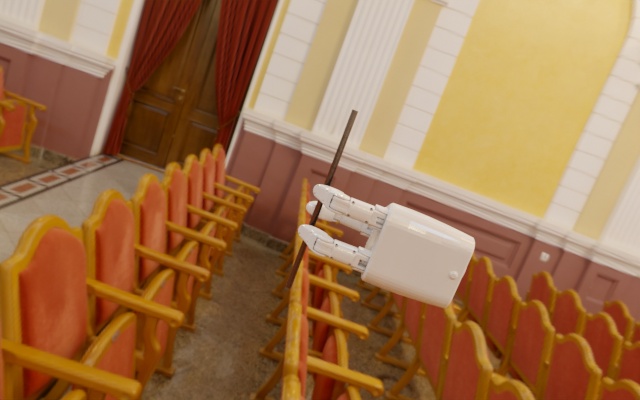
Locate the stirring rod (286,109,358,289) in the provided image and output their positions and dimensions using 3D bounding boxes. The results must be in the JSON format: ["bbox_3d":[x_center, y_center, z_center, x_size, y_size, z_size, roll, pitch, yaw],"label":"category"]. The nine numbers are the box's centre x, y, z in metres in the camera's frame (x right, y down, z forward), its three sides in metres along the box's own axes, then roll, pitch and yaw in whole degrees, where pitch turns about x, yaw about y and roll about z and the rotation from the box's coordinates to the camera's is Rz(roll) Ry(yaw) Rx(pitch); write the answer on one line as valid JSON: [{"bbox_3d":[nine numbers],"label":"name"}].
[{"bbox_3d":[0.000,0.002,0.598,0.011,0.239,0.011,20,11,-4],"label":"stirring rod"}]
